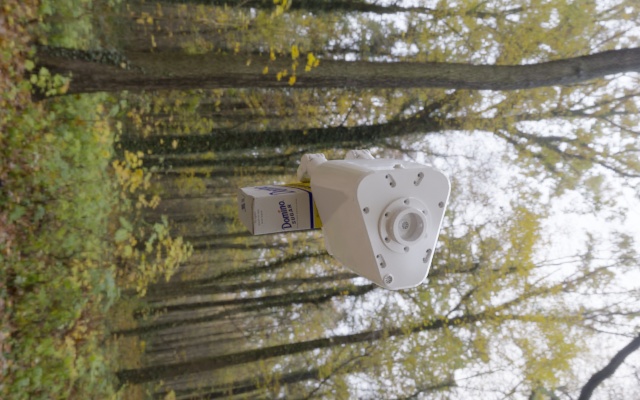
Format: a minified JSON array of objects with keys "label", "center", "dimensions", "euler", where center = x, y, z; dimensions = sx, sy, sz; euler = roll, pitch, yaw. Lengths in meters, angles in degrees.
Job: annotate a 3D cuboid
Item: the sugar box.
[{"label":"sugar box","center":[0.000,0.001,0.541],"dimensions":[0.176,0.048,0.093],"euler":[-3,8,-19]}]
